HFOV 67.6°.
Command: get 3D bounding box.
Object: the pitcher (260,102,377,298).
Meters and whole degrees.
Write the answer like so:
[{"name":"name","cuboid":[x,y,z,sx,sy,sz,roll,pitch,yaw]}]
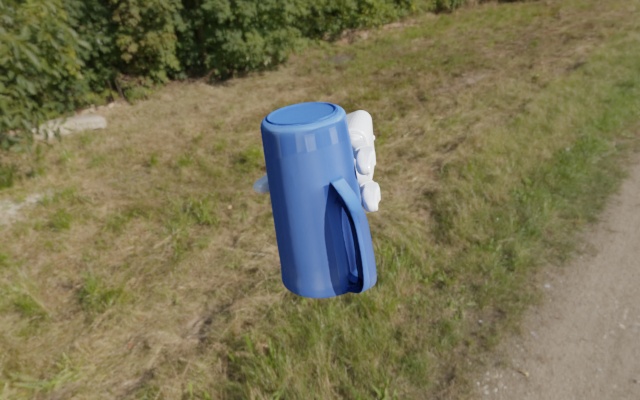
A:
[{"name":"pitcher","cuboid":[0.000,0.002,0.633,0.149,0.243,0.145,-2,27,15]}]
